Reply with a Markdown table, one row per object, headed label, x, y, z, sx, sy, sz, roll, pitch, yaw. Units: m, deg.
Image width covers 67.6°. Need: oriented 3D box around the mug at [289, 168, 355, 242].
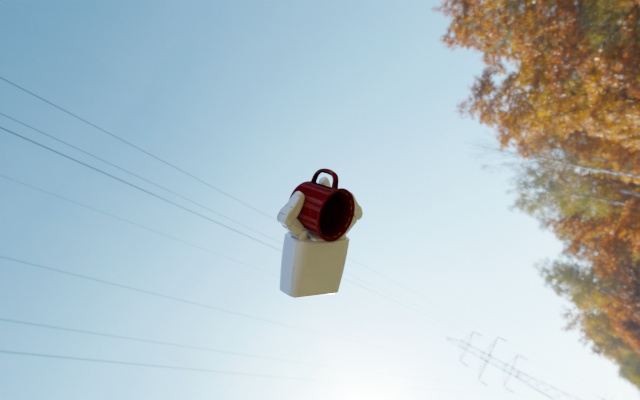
| label | x | y | z | sx | sy | sz | roll | pitch | yaw |
| --- | --- | --- | --- | --- | --- | --- | --- | --- | --- |
| mug | 0.000 | 0.001 | 0.814 | 0.081 | 0.117 | 0.093 | 20 | 18 | 40 |
